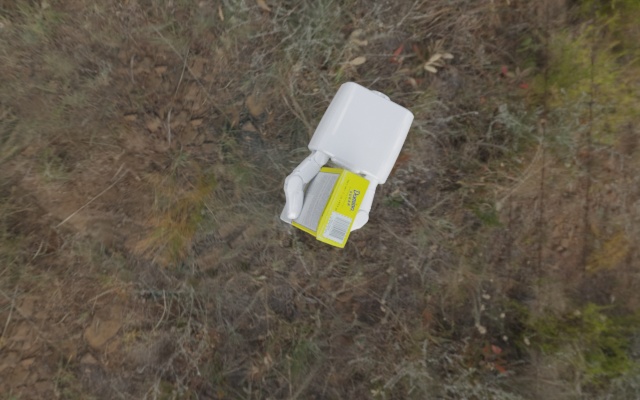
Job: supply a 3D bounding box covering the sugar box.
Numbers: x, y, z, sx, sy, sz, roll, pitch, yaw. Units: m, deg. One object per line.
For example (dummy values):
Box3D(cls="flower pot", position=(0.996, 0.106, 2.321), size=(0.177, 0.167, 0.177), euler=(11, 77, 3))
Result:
Box3D(cls="sugar box", position=(0.001, 0.002, 0.665), size=(0.048, 0.093, 0.176), euler=(24, -2, -18))
